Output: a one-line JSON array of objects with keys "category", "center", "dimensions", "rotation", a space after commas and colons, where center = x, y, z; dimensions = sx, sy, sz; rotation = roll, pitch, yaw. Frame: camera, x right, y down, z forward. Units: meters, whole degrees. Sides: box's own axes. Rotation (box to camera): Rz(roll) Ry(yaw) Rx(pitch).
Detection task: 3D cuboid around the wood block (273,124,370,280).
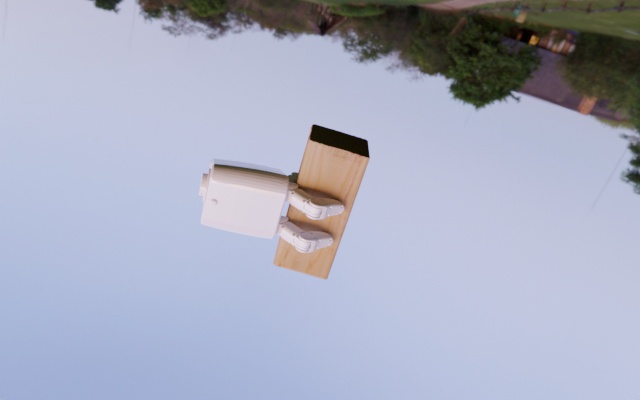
[{"category": "wood block", "center": [0.000, 0.002, 0.727], "dimensions": [0.090, 0.206, 0.090], "rotation": [16, 24, -4]}]
